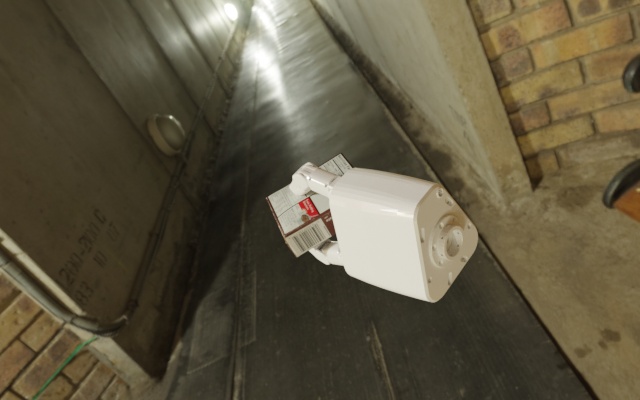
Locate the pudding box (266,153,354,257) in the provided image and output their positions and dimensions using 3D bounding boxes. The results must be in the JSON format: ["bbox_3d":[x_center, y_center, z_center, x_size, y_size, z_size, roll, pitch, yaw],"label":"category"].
[{"bbox_3d":[0.000,0.002,0.560,0.113,0.039,0.090,-30,35,-2],"label":"pudding box"}]
